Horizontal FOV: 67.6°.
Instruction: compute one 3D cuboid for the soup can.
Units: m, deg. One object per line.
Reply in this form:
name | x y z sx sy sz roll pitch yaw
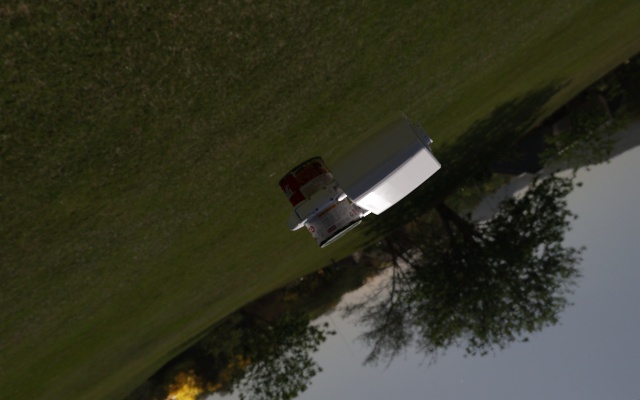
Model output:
soup can | 0.000 0.003 0.632 0.068 0.102 0.068 -33 -9 -6
